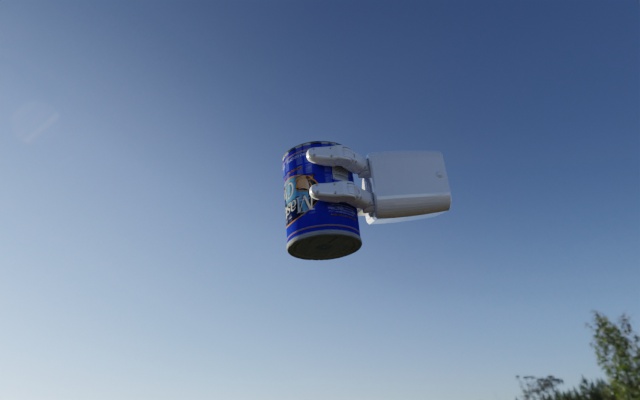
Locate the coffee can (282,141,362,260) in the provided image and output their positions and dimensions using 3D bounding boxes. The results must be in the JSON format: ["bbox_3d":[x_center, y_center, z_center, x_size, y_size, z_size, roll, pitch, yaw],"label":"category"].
[{"bbox_3d":[0.000,0.002,0.676,0.103,0.140,0.103,-4,-25,-2],"label":"coffee can"}]
